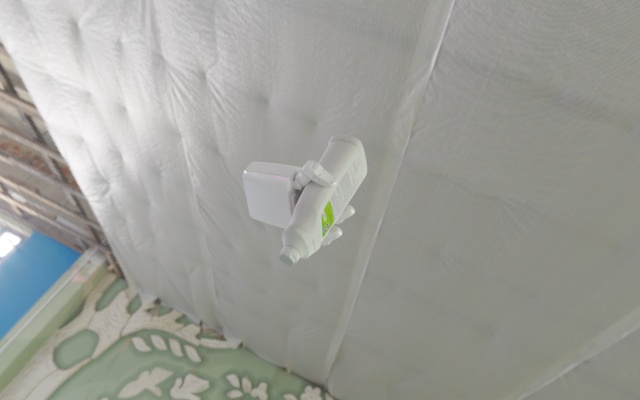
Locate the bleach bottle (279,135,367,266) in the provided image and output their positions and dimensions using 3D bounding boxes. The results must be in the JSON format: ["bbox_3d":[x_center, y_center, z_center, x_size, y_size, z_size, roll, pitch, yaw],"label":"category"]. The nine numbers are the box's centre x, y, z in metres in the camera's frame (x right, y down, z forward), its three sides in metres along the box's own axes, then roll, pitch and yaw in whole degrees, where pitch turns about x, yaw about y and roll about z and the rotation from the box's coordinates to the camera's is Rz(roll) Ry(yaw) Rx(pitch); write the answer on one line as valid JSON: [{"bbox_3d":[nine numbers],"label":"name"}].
[{"bbox_3d":[0.000,0.003,0.822,0.068,0.103,0.250,11,50,28],"label":"bleach bottle"}]
